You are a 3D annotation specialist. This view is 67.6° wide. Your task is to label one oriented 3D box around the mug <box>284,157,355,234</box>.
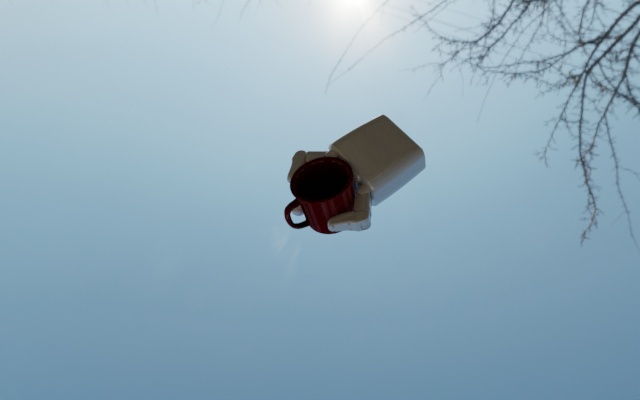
[{"bbox_3d":[-0.001,0.003,0.704,0.117,0.082,0.093,-34,47,-14],"label":"mug"}]
